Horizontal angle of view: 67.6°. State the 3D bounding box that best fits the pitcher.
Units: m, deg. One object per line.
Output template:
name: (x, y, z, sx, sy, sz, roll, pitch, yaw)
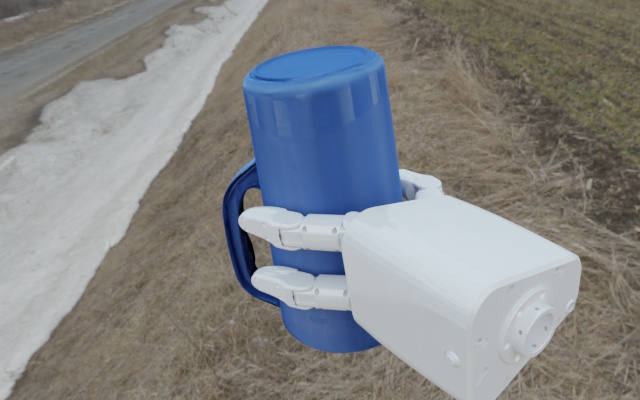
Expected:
pitcher: (0.000, 0.001, 0.415, 0.149, 0.243, 0.145, -25, 32, -25)
